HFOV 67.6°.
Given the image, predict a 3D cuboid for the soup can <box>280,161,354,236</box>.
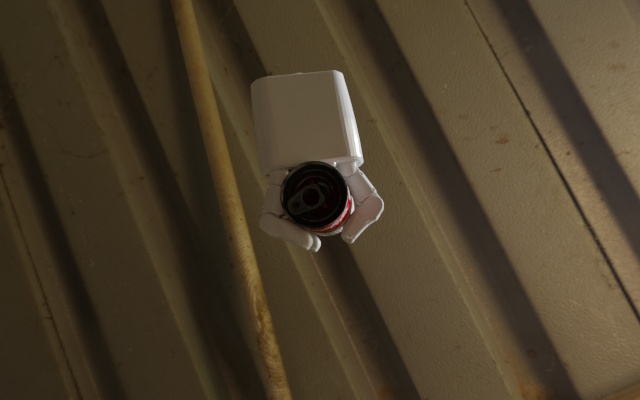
[{"bbox_3d":[0.000,0.002,0.517,0.068,0.068,0.102,0,-9,8],"label":"soup can"}]
